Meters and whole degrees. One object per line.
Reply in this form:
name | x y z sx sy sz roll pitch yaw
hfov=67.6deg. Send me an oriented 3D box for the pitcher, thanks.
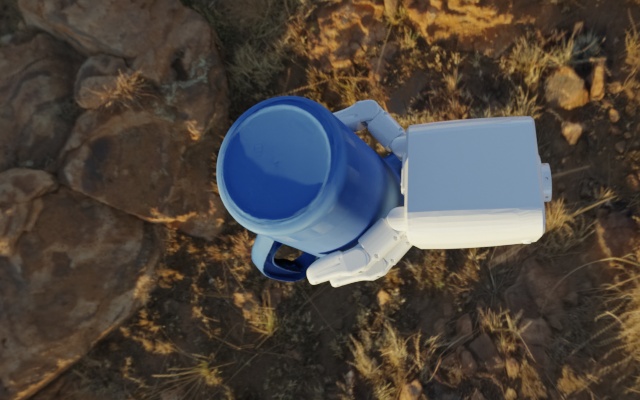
pitcher | 0.000 0.001 0.458 0.145 0.149 0.243 -3 -11 19
